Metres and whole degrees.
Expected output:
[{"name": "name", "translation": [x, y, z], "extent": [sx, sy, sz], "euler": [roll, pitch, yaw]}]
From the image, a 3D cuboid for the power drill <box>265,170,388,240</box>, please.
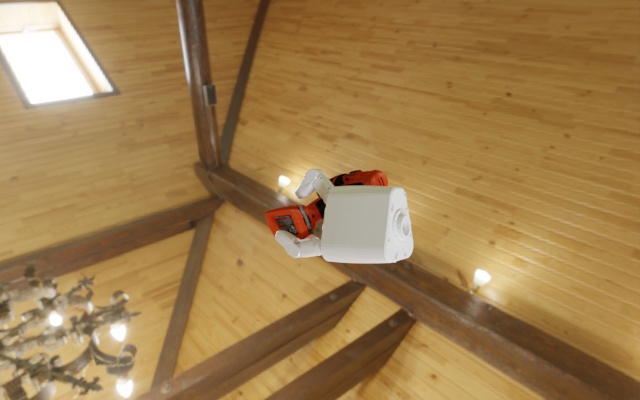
[{"name": "power drill", "translation": [0.000, 0.003, 0.828], "extent": [0.187, 0.057, 0.184], "euler": [-30, 11, -32]}]
